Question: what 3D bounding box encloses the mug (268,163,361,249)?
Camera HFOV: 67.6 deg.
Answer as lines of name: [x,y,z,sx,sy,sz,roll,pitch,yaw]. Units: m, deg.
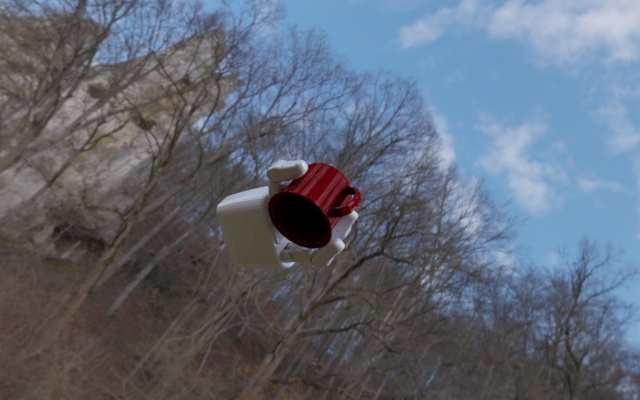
mug: [0.001,0.002,0.628,0.117,0.093,0.081,-6,32,37]
